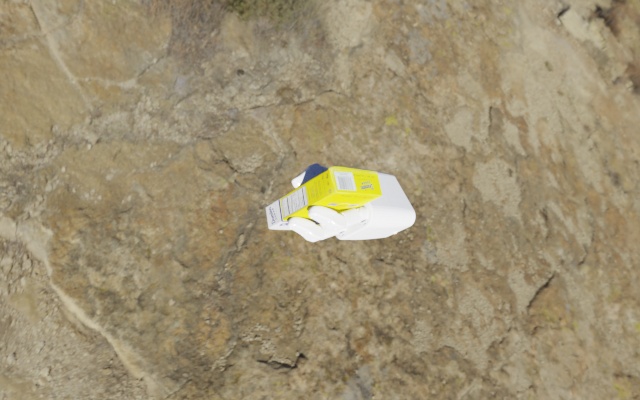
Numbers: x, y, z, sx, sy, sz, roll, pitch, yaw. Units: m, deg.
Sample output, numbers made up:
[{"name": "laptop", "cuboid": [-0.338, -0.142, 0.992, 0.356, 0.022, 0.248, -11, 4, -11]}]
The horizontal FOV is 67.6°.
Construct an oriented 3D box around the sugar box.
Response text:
[{"name": "sugar box", "cuboid": [0.000, 0.003, 0.737, 0.093, 0.048, 0.176, 4, -24, -38]}]
